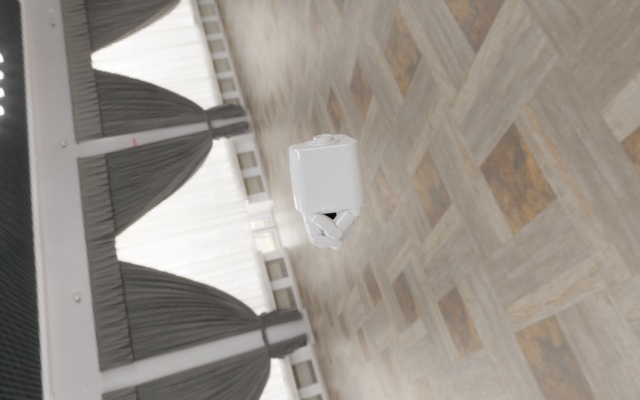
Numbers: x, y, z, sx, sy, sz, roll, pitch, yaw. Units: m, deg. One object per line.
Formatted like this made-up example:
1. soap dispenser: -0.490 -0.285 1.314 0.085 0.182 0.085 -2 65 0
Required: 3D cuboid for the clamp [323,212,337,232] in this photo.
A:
1. clamp: 0.000 0.003 0.879 0.039 0.120 0.171 -11 19 -13
